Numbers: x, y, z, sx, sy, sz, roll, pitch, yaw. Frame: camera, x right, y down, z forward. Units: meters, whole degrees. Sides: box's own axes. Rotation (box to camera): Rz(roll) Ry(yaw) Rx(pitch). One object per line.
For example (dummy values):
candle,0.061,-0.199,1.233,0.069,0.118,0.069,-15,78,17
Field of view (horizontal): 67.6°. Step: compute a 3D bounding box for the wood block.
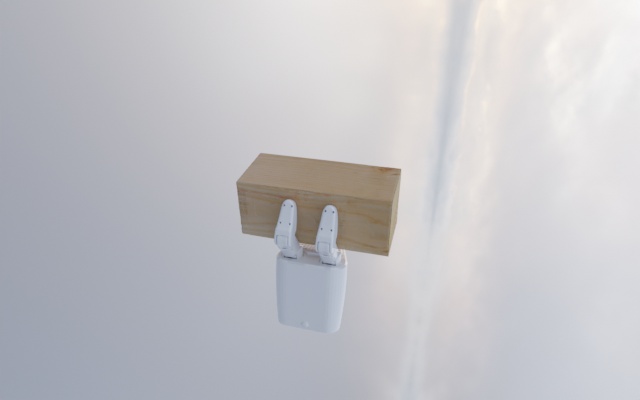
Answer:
wood block,0.000,0.002,0.659,0.206,0.090,0.090,8,33,13
